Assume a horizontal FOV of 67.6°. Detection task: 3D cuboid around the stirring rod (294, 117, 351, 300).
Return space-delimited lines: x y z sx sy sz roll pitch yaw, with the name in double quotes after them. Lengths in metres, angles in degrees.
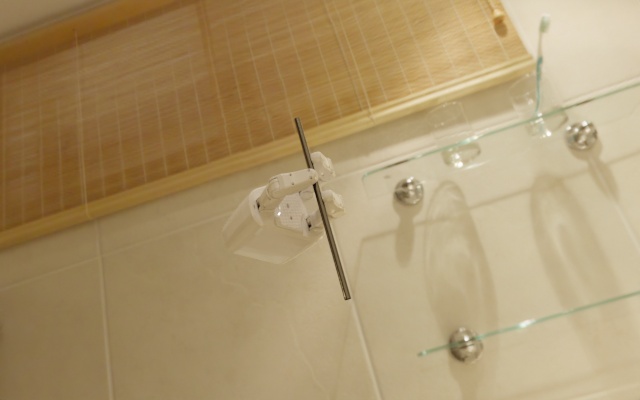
0.000 0.002 0.572 0.011 0.239 0.011 -14 -22 -6 "stirring rod"
